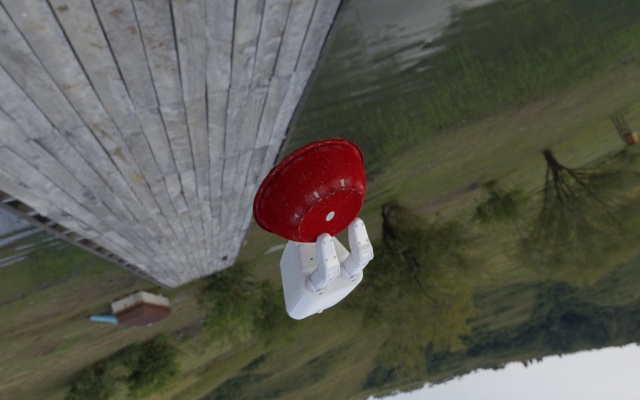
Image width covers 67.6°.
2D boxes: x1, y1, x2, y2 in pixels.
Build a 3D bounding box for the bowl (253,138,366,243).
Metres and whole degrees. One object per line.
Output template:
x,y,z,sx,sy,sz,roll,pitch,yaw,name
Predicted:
0.000,0.001,0.592,0.162,0.162,0.055,0,42,-43,bowl
